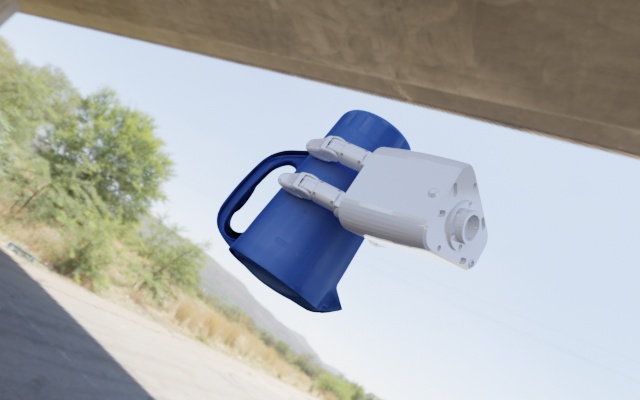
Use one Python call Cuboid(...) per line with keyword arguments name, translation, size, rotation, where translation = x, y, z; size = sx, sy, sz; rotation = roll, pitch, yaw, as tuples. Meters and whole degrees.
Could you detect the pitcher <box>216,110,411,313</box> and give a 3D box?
Cuboid(name="pitcher", translation=(0.000, 0.002, 0.593), size=(0.145, 0.242, 0.149), rotation=(15, -26, 49))
